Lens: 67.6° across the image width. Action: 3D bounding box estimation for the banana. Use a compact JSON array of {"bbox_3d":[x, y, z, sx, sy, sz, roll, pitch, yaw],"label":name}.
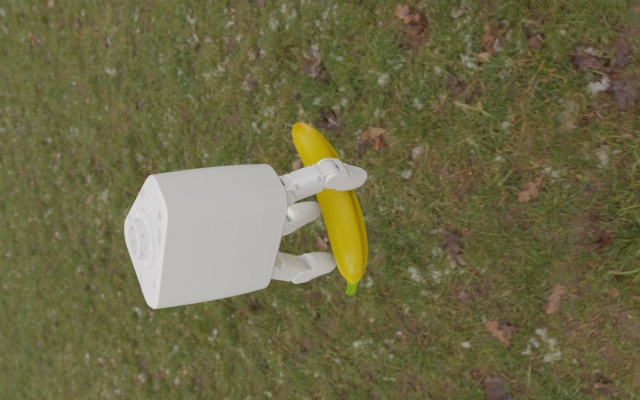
[{"bbox_3d":[0.010,-0.001,0.492,0.037,0.197,0.070,-10,-12,-31],"label":"banana"}]
